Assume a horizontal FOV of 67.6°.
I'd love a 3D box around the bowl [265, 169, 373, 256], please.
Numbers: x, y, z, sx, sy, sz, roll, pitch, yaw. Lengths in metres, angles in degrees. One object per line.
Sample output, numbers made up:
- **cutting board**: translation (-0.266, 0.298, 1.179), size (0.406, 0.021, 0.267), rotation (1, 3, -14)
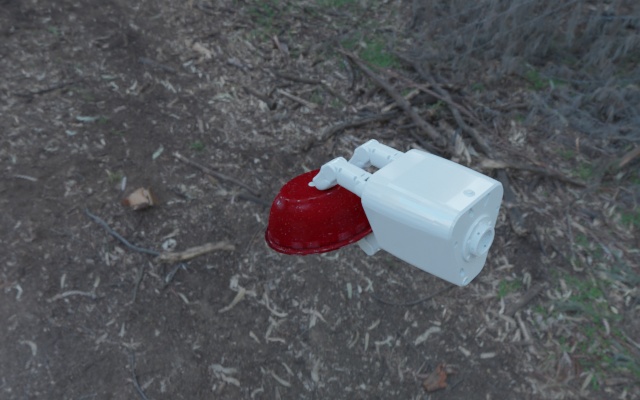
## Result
- **bowl**: translation (-0.001, 0.002, 0.598), size (0.162, 0.055, 0.162), rotation (-14, 24, 6)
